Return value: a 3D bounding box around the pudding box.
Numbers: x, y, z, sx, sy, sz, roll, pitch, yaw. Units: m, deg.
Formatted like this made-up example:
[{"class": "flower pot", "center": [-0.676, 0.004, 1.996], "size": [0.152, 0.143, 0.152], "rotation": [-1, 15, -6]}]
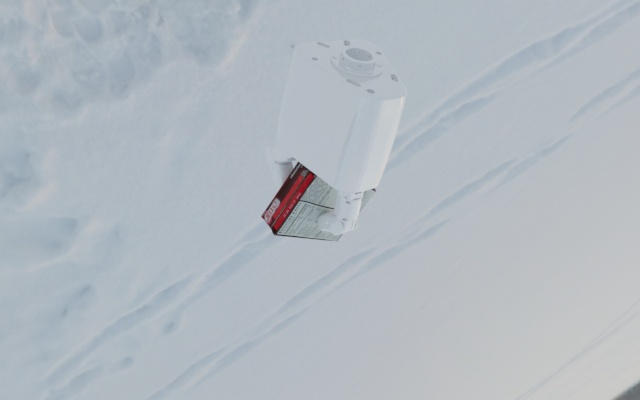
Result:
[{"class": "pudding box", "center": [0.000, 0.002, 0.556], "size": [0.113, 0.090, 0.039], "rotation": [13, 32, -46]}]
